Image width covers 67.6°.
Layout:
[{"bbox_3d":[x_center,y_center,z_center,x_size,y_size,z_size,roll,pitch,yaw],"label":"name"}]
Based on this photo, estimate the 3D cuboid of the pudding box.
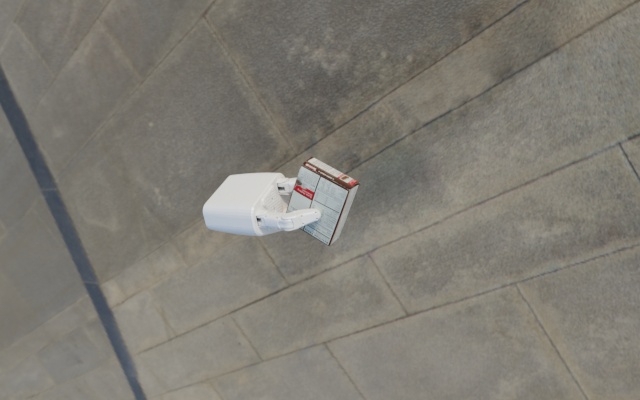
[{"bbox_3d":[0.000,0.002,0.741,0.090,0.114,0.039,29,35,15],"label":"pudding box"}]
